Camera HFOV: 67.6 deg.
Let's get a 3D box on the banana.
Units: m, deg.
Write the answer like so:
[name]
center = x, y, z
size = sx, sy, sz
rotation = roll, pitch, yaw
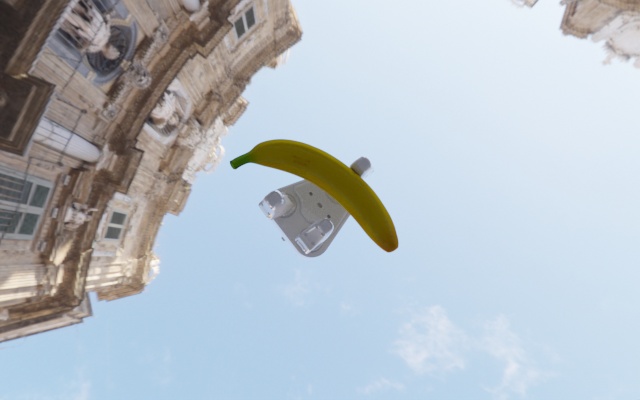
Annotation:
[banana]
center = 0.005, -0.016, 0.515
size = 0.198, 0.069, 0.037
rotation = 28, -16, -2
